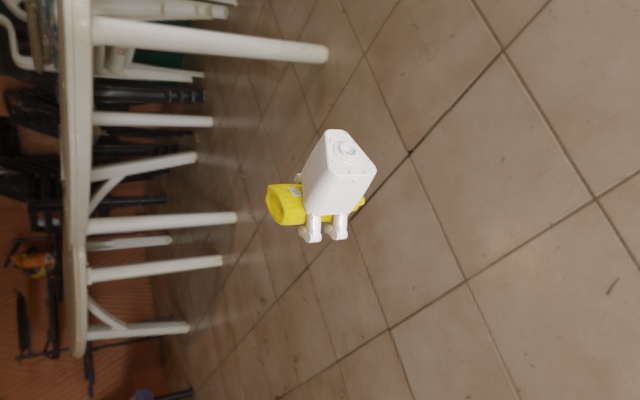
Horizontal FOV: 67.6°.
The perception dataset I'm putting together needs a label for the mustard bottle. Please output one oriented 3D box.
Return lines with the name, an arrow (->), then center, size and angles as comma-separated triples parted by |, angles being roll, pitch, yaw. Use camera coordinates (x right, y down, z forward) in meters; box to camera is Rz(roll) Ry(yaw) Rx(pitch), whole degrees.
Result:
mustard bottle -> 0.000, 0.003, 0.899 | 0.191, 0.058, 0.096 | -3, 30, -29
